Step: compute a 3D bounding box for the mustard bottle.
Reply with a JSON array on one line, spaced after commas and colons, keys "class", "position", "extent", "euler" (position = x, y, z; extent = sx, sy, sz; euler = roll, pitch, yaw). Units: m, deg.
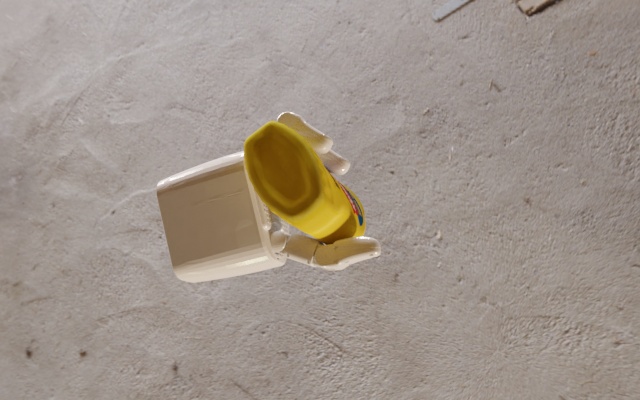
[{"class": "mustard bottle", "position": [0.000, 0.001, 0.464], "extent": [0.058, 0.096, 0.192], "euler": [-38, -26, 6]}]
